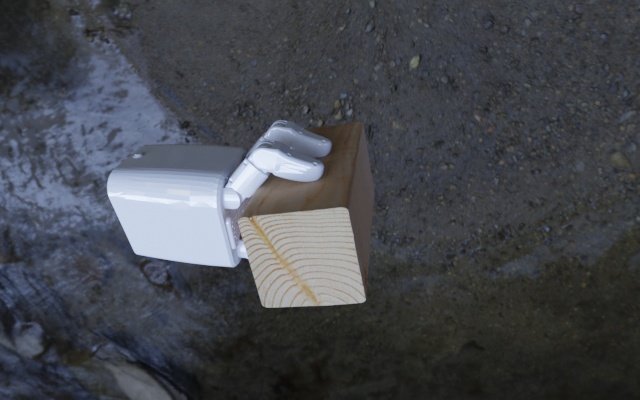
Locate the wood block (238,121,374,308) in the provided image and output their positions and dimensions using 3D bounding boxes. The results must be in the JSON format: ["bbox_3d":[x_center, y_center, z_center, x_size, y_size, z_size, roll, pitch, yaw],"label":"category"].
[{"bbox_3d":[0.000,0.002,0.466,0.090,0.091,0.206,-6,26,12],"label":"wood block"}]
